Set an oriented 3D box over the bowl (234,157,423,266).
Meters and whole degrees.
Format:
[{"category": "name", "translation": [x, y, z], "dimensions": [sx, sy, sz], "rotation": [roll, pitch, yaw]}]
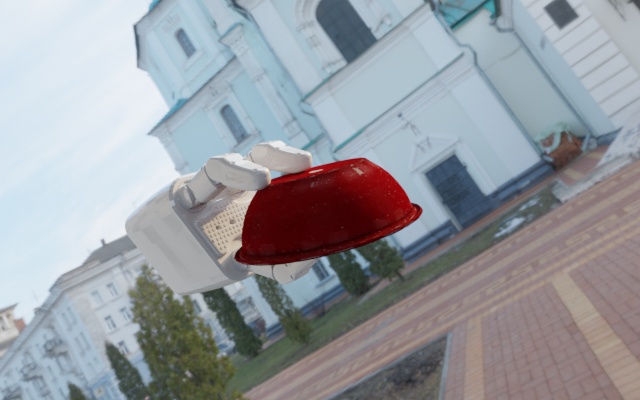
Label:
[{"category": "bowl", "translation": [0.001, 0.001, 0.400], "dimensions": [0.162, 0.055, 0.162], "rotation": [-14, 8, 2]}]
